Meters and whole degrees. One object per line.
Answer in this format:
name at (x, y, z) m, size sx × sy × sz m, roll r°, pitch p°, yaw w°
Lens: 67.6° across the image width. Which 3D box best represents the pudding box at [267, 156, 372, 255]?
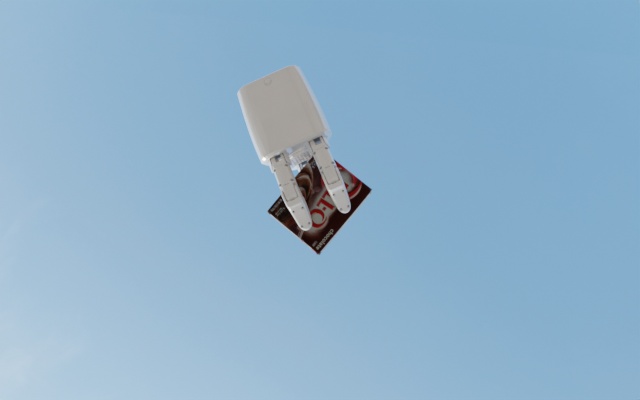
pudding box at (0.000, 0.002, 0.638) m, size 0.090 × 0.113 × 0.039 m, roll 39°, pitch -2°, yaw 10°
